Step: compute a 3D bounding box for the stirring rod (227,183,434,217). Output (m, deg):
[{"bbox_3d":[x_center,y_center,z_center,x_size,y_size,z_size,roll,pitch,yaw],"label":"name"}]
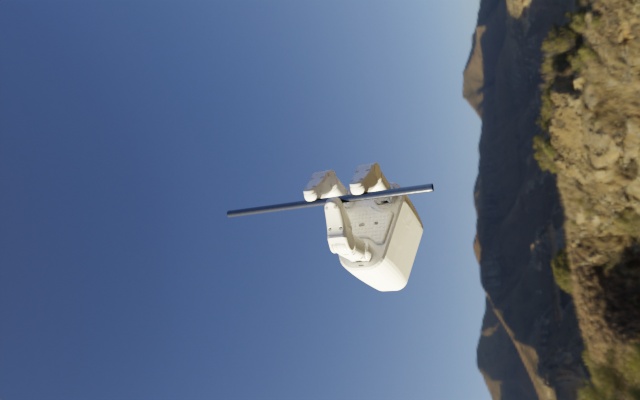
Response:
[{"bbox_3d":[0.000,0.002,0.510,0.239,0.011,0.011,-8,-3,25],"label":"stirring rod"}]
